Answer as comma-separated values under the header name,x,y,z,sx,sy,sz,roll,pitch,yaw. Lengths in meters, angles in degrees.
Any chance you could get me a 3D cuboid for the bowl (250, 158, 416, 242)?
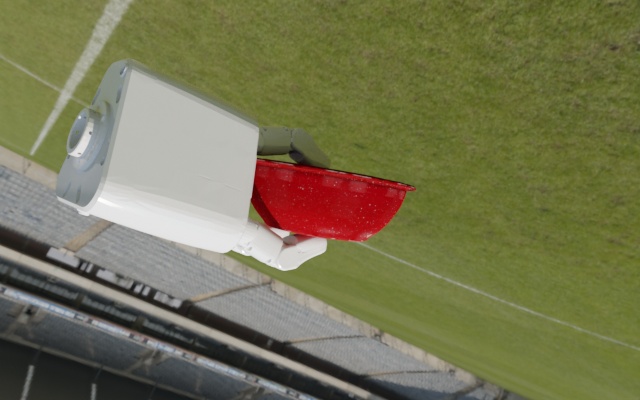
name,x,y,z,sx,sy,sz,roll,pitch,yaw
bowl,0.001,0.002,0.427,0.162,0.055,0.162,9,1,0
